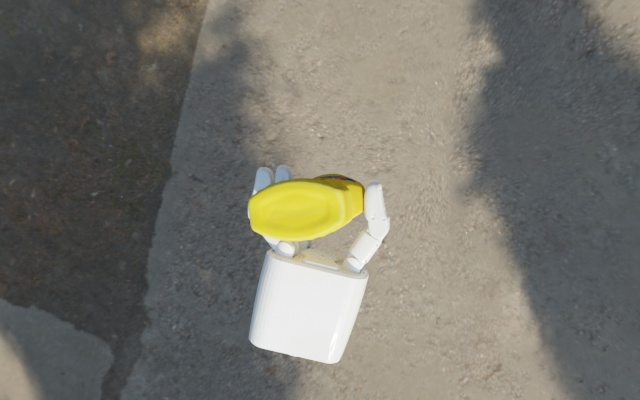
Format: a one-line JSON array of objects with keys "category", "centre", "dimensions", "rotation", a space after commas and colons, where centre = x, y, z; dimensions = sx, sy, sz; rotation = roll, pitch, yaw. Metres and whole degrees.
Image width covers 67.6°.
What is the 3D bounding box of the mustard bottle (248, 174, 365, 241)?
[{"category": "mustard bottle", "centre": [0.000, 0.001, 0.525], "dimensions": [0.096, 0.058, 0.191], "rotation": [-7, 3, 15]}]
